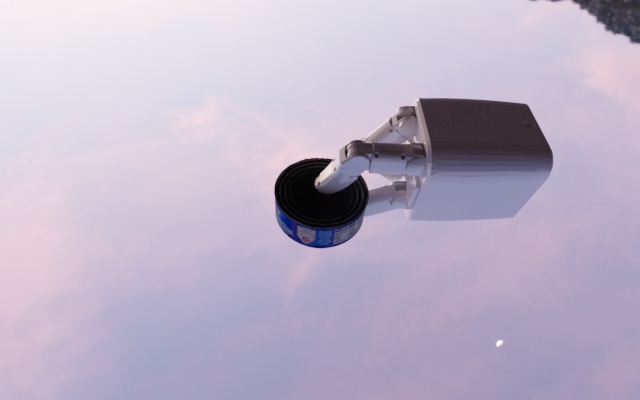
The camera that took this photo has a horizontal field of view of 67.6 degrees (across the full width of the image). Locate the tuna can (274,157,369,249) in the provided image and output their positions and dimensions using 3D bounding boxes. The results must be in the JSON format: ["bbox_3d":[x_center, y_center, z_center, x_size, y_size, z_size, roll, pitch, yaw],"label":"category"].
[{"bbox_3d":[0.000,0.002,0.442,0.086,0.086,0.034,0,-41,-5],"label":"tuna can"}]
